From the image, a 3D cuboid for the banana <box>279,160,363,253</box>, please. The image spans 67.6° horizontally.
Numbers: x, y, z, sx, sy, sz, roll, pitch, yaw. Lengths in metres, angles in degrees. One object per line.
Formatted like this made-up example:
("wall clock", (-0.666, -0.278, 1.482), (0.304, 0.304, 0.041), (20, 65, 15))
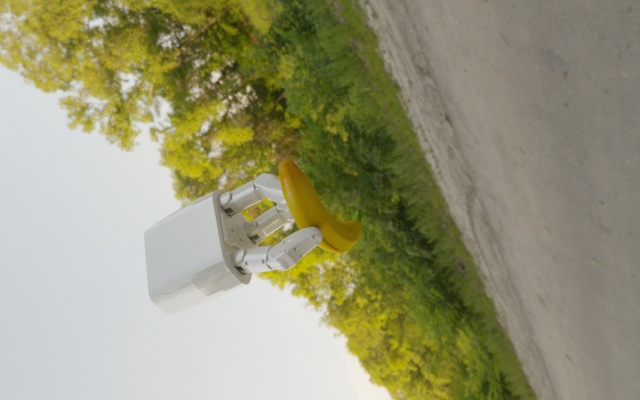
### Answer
("banana", (0.003, 0.020, 0.545), (0.037, 0.069, 0.198), (-15, -23, 21))
